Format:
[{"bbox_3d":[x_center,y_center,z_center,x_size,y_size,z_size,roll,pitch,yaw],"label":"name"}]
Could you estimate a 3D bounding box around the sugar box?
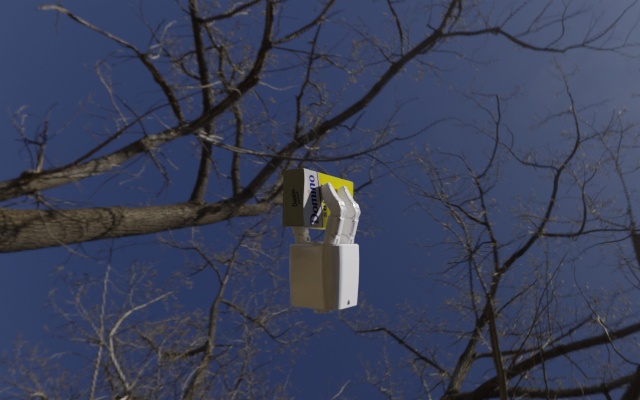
[{"bbox_3d":[0.001,0.003,0.820,0.048,0.093,0.176,-2,-5,27],"label":"sugar box"}]
